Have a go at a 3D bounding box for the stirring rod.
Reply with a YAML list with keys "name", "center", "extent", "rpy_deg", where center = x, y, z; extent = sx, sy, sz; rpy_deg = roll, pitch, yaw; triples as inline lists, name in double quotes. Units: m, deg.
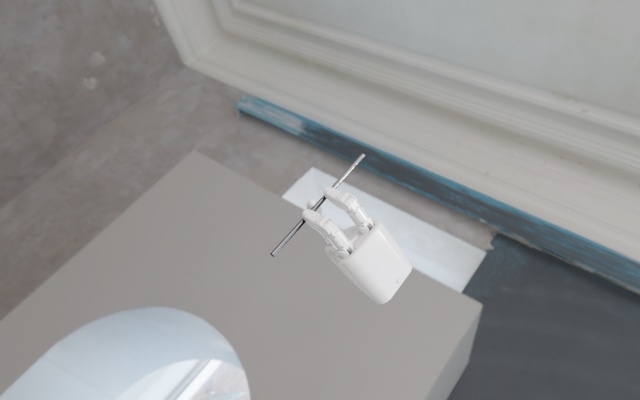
- name: "stirring rod"
  center: [0.000, 0.003, 0.780]
  extent: [0.239, 0.011, 0.011]
  rpy_deg: [-48, 24, -24]
